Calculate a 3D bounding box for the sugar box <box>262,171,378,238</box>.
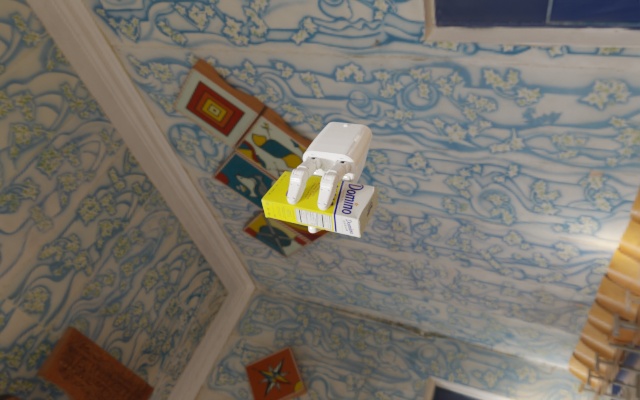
[{"bbox_3d":[0.000,0.002,0.808,0.176,0.048,0.093,8,40,23],"label":"sugar box"}]
